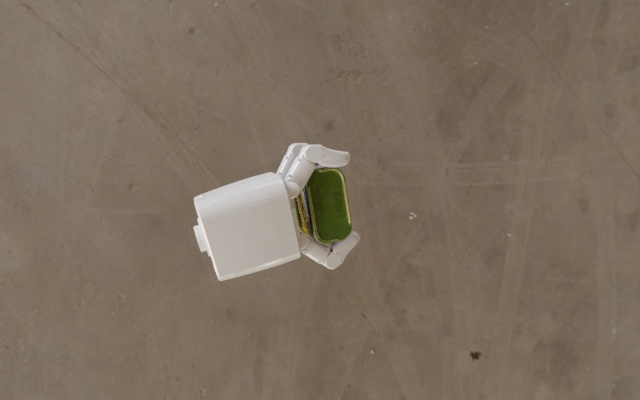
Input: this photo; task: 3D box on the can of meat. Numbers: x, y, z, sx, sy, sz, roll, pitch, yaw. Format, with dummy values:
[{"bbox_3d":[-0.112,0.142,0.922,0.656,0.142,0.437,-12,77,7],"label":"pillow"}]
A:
[{"bbox_3d":[0.000,0.002,0.629,0.057,0.102,0.084,-13,10,-14],"label":"can of meat"}]
